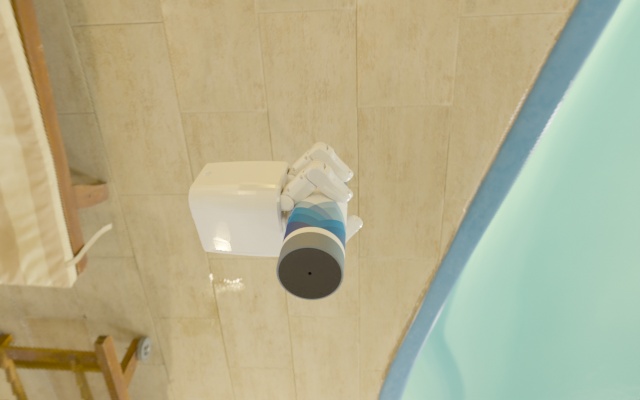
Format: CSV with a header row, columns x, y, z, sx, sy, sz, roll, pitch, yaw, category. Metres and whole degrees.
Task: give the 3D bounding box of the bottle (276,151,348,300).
x,y,z,sx,sy,sz,roll,pitch,yaw,category
0.000,0.002,0.592,0.069,0.069,0.295,0,28,5,bottle
